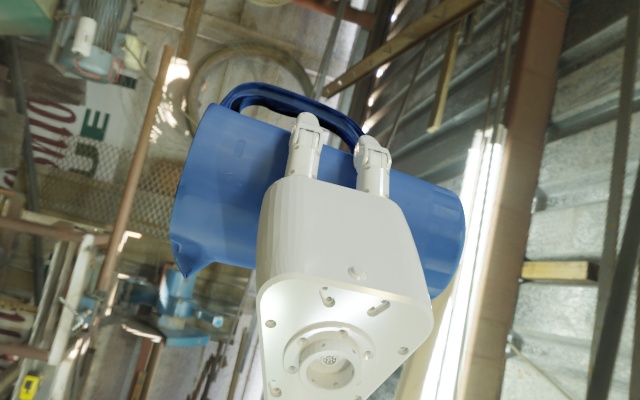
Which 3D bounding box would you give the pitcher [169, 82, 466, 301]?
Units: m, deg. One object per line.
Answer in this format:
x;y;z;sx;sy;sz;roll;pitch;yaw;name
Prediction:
0.000;0.002;0.429;0.243;0.149;0.145;16;24;-10;pitcher
